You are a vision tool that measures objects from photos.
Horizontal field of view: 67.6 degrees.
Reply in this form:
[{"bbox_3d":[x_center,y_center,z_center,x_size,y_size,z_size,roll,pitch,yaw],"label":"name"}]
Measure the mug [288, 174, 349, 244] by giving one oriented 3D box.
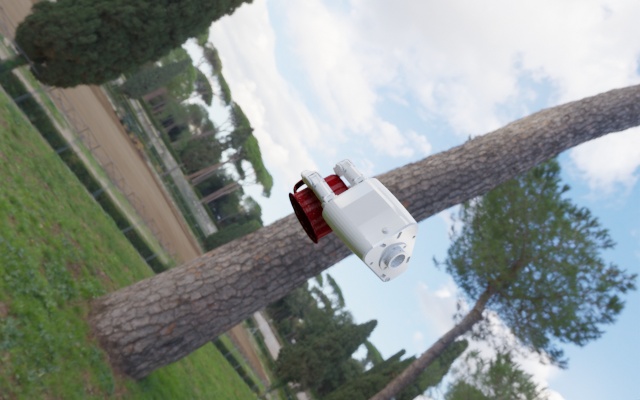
[{"bbox_3d":[0.000,0.002,0.775,0.081,0.093,0.117,-29,50,-12],"label":"mug"}]
